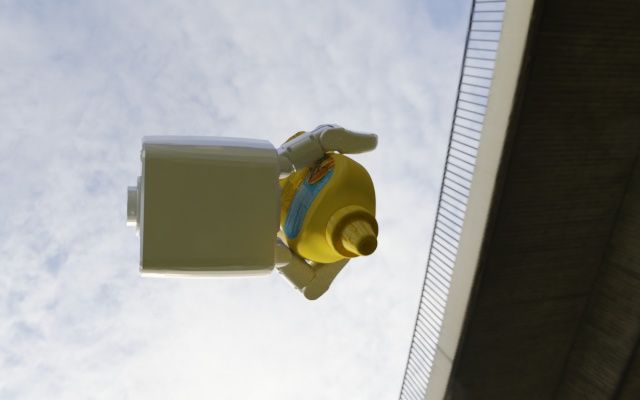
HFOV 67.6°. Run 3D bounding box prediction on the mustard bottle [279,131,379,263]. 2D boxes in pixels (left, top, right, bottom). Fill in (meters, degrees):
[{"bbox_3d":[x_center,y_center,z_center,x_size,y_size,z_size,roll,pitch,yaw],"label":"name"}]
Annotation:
[{"bbox_3d":[0.000,0.001,0.429,0.058,0.096,0.191,28,7,-28],"label":"mustard bottle"}]
